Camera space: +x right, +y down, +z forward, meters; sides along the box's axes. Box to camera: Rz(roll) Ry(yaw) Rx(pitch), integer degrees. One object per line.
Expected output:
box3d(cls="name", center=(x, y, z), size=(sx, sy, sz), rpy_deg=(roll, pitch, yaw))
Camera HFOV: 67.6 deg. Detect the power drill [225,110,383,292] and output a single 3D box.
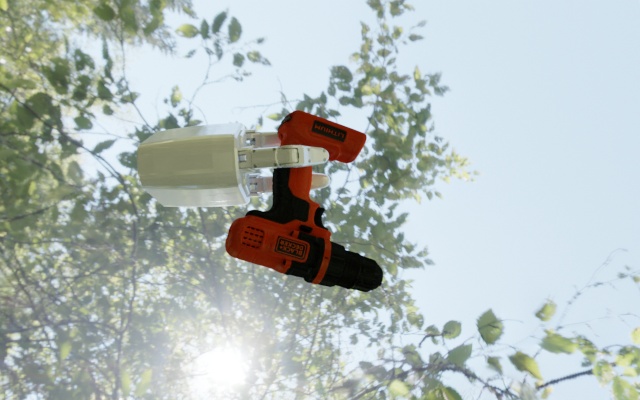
box3d(cls="power drill", center=(0.000, 0.001, 0.554), size=(0.184, 0.187, 0.057), rpy_deg=(18, -21, -15))
